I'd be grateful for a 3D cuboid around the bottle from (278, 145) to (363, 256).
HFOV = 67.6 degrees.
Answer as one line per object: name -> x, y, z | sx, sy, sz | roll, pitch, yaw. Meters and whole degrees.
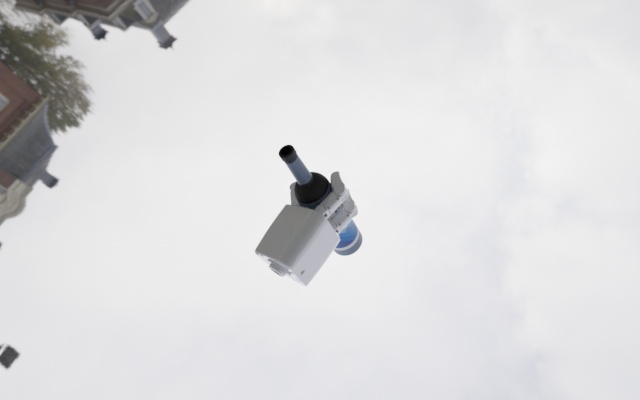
bottle -> 0.000, 0.003, 0.866 | 0.069, 0.069, 0.296 | 0, -34, 27
